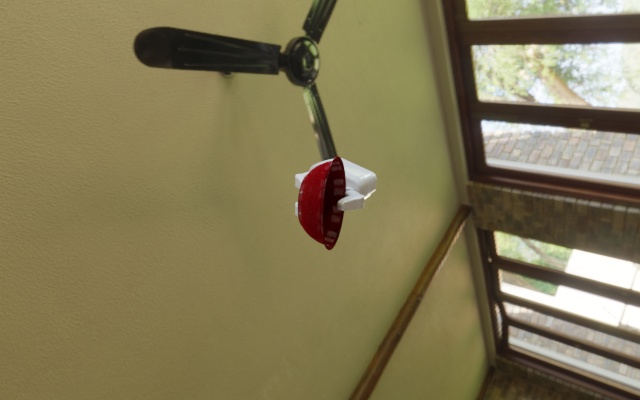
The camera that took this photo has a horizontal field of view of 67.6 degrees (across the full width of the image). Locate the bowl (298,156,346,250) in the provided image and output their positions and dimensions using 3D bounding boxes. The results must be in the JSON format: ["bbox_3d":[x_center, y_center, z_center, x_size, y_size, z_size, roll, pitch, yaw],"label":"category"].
[{"bbox_3d":[-0.001,0.003,0.823,0.055,0.162,0.162,5,1,15],"label":"bowl"}]
